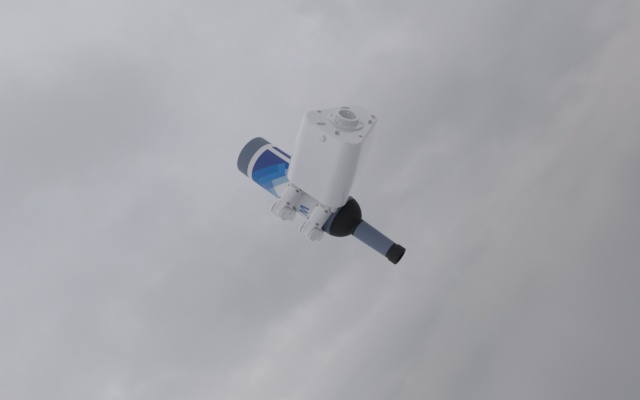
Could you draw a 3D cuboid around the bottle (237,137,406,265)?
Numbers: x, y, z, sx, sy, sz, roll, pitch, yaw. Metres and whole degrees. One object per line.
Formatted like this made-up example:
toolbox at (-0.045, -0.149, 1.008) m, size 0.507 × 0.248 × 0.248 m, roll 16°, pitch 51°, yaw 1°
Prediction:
bottle at (0.000, 0.002, 0.727) m, size 0.295 × 0.069 × 0.069 m, roll 34°, pitch 14°, yaw 22°
